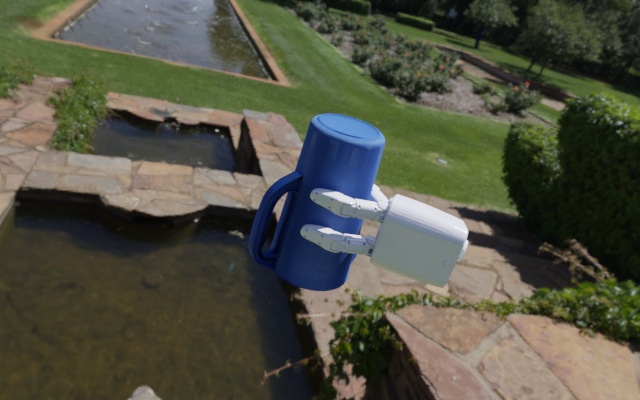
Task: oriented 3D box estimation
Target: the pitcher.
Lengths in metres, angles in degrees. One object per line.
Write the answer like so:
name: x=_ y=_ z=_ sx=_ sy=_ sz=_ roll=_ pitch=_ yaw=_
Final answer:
pitcher: x=0.000 y=0.002 z=0.700 sx=0.145 sy=0.243 sz=0.149 roll=22 pitch=26 yaw=12
